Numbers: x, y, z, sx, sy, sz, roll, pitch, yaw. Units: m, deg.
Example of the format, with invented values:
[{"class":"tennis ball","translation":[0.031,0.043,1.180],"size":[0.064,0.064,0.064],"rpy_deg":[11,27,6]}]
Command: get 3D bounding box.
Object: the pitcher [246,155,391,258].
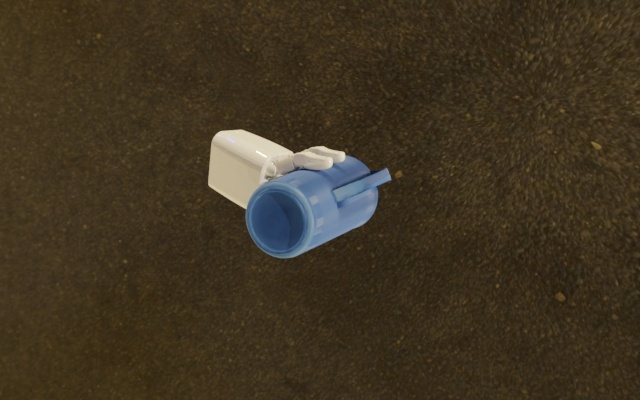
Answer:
[{"class":"pitcher","translation":[0.000,0.002,0.741],"size":[0.145,0.149,0.243],"rpy_deg":[27,21,18]}]
